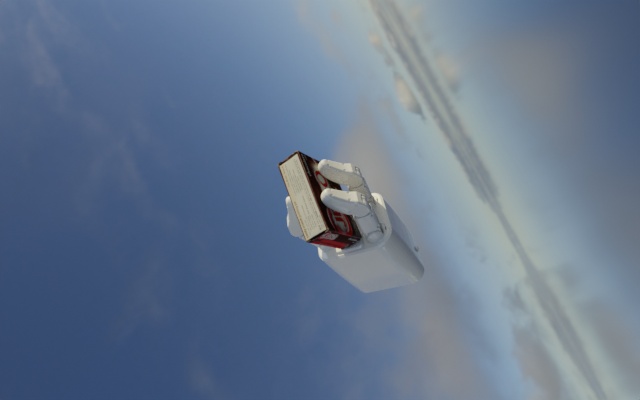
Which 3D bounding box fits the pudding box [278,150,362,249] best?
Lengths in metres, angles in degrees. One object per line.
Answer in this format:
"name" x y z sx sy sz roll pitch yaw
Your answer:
"pudding box" 0.000 0.002 0.599 0.039 0.113 0.090 -33 -24 20
